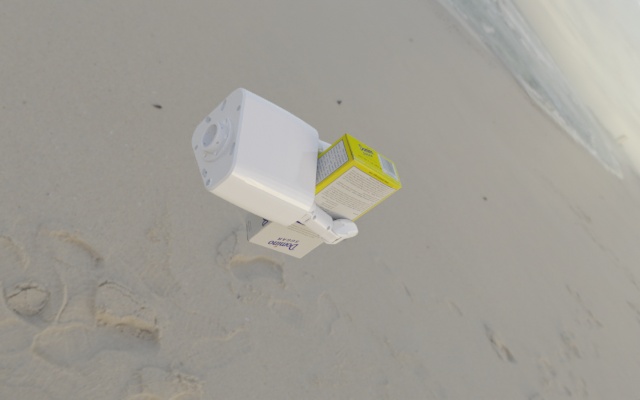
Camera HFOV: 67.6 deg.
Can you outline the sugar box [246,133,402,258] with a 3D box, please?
[{"bbox_3d":[0.000,0.001,0.572,0.176,0.048,0.093,-34,-40,30],"label":"sugar box"}]
